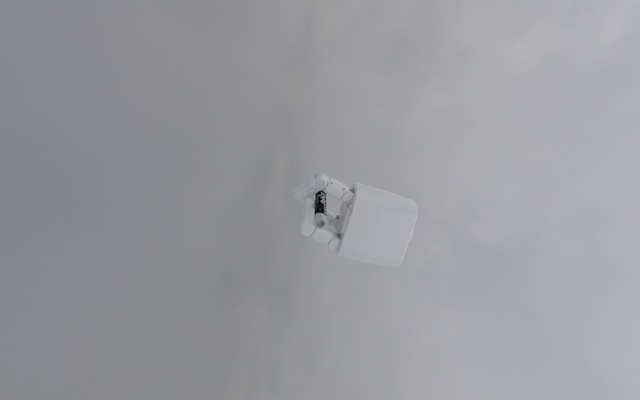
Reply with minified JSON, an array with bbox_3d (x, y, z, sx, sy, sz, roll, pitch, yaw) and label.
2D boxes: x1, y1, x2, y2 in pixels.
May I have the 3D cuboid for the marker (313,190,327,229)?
[{"bbox_3d":[0.000,0.002,0.723,0.020,0.020,0.121,0,30,1],"label":"marker"}]
